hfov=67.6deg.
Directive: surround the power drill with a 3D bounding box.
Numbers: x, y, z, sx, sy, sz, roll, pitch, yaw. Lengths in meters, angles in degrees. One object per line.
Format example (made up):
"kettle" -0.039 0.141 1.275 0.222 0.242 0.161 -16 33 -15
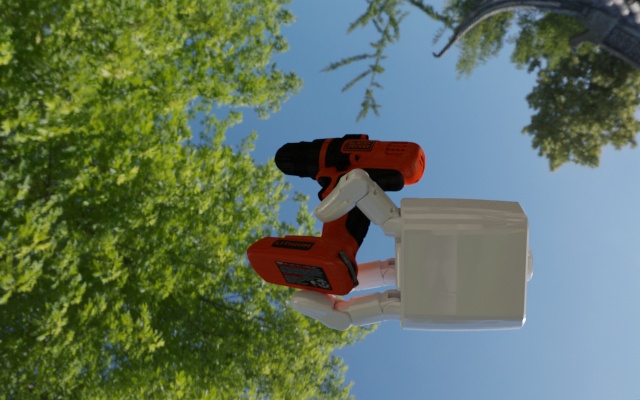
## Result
"power drill" 0.000 0.002 0.501 0.184 0.187 0.057 3 -42 31
